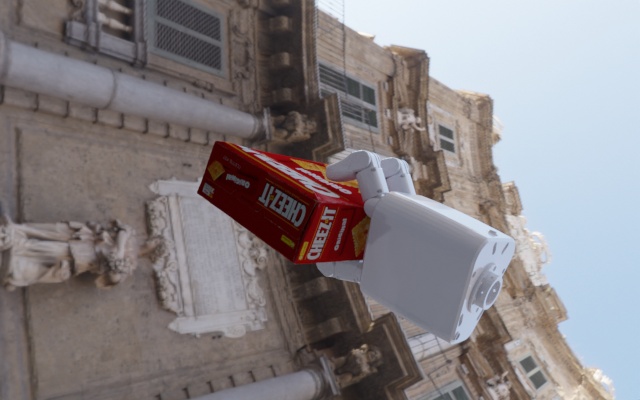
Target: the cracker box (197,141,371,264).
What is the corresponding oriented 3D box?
[{"bbox_3d":[0.000,0.002,0.539,0.164,0.072,0.214,29,14,37],"label":"cracker box"}]
